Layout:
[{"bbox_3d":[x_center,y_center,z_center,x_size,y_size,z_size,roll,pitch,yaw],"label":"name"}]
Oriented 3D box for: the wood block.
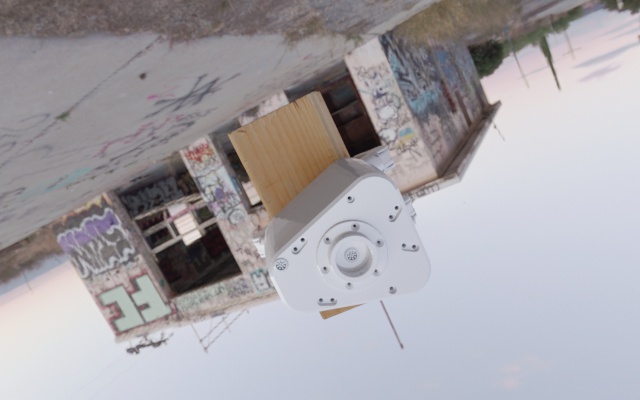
[{"bbox_3d":[0.000,0.002,0.493,0.091,0.206,0.090,-24,11,9],"label":"wood block"}]
